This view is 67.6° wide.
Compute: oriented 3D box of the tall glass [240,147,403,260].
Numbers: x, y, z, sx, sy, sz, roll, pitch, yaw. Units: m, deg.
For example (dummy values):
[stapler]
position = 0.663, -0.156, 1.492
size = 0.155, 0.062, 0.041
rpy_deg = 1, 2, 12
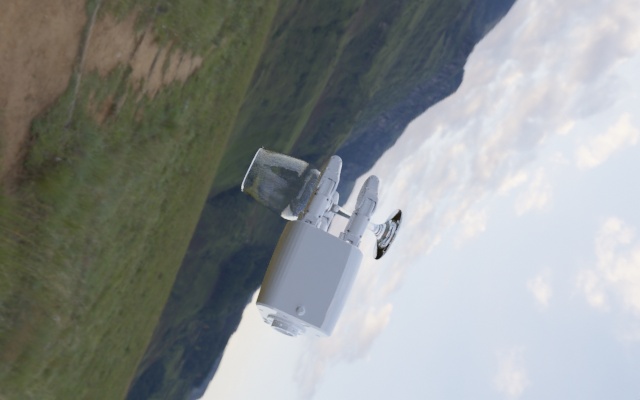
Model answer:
[tall glass]
position = 0.001, 0.002, 0.617
size = 0.201, 0.079, 0.079
rpy_deg = 26, -3, -7
